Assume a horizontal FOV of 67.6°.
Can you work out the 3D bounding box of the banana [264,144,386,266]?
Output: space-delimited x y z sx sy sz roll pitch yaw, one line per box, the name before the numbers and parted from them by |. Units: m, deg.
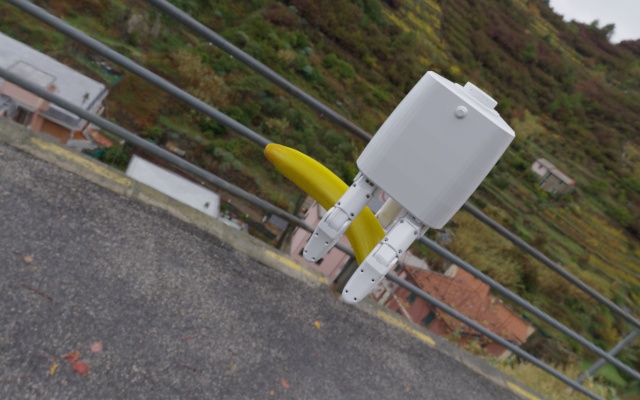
banana | 0.014 0.004 0.506 0.069 0.037 0.197 1 43 -50
